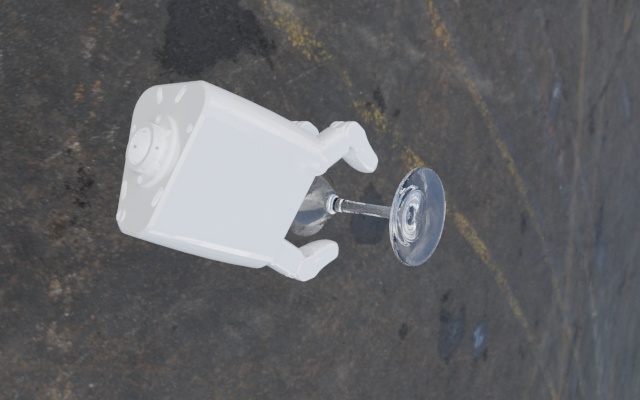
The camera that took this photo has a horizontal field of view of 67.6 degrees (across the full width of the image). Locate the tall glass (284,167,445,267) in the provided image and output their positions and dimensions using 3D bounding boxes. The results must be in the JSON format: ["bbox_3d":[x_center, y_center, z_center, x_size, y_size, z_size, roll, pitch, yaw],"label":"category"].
[{"bbox_3d":[0.001,0.002,0.417,0.201,0.079,0.079,8,5,42],"label":"tall glass"}]
